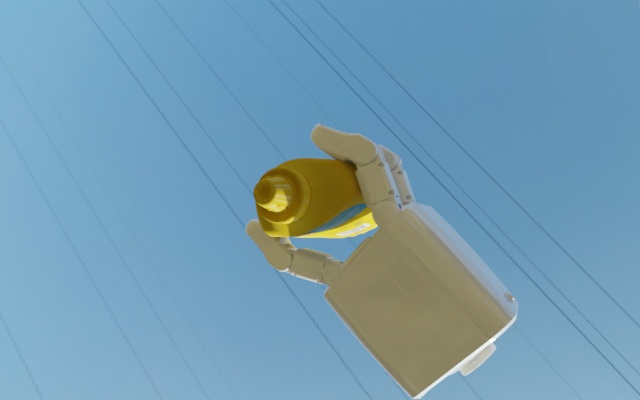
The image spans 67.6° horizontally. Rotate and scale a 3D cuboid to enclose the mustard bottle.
[{"bbox_3d":[0.000,0.001,0.410,0.096,0.058,0.191,-21,-11,21],"label":"mustard bottle"}]
